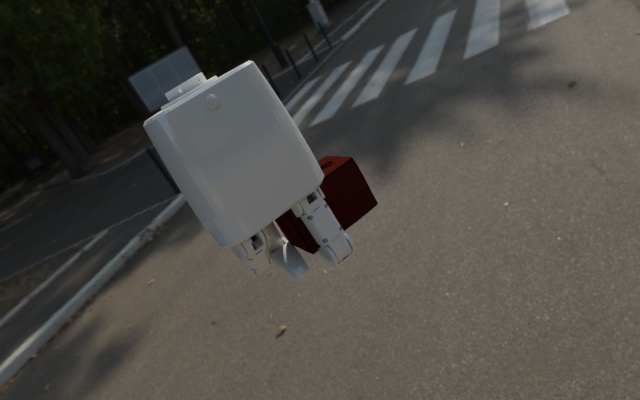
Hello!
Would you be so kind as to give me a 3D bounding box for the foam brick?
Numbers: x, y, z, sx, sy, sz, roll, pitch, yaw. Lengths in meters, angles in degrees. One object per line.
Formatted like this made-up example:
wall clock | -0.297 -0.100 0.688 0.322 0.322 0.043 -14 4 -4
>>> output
foam brick | 0.000 0.001 0.424 0.078 0.051 0.053 -36 19 -18
